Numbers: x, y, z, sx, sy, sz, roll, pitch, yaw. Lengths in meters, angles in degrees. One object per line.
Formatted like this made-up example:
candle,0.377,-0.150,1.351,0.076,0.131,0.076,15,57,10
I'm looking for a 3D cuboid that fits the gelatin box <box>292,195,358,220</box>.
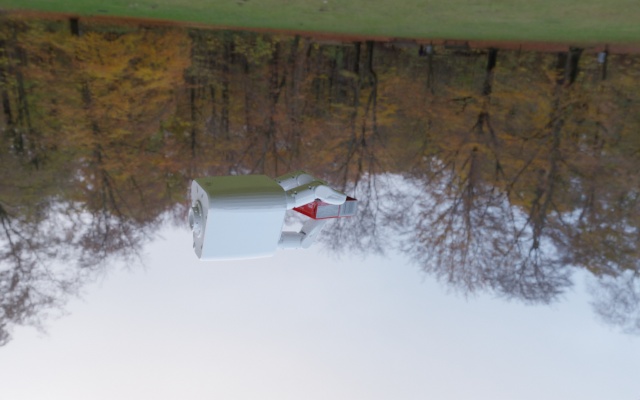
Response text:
gelatin box,0.000,0.003,0.732,0.089,0.030,0.073,-3,19,-42
